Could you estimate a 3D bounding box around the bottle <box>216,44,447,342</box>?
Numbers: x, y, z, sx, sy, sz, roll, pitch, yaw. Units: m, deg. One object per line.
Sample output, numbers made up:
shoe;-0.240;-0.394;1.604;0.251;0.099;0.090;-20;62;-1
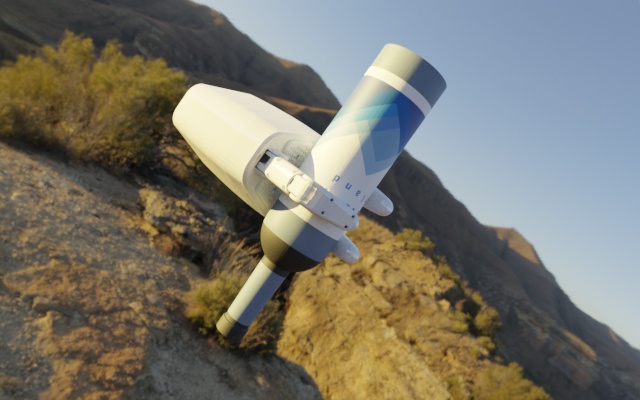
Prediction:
bottle;0.000;0.001;0.432;0.069;0.296;0.069;35;3;-2
